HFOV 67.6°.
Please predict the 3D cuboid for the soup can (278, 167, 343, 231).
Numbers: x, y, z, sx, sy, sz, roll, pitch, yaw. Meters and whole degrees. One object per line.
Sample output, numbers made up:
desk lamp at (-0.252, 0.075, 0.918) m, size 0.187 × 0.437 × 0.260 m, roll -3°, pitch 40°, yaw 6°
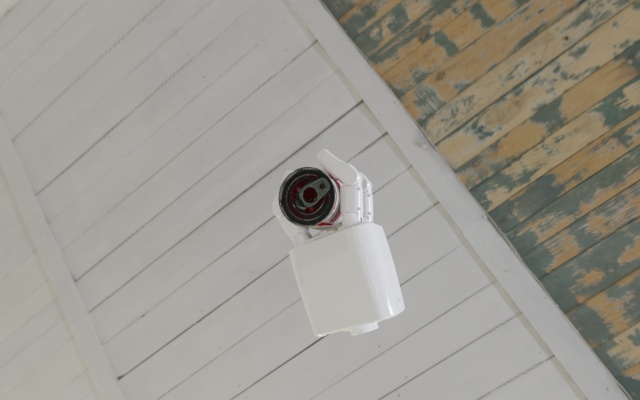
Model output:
soup can at (0.000, 0.001, 0.577) m, size 0.068 × 0.068 × 0.102 m, roll 0°, pitch -7°, yaw 18°
